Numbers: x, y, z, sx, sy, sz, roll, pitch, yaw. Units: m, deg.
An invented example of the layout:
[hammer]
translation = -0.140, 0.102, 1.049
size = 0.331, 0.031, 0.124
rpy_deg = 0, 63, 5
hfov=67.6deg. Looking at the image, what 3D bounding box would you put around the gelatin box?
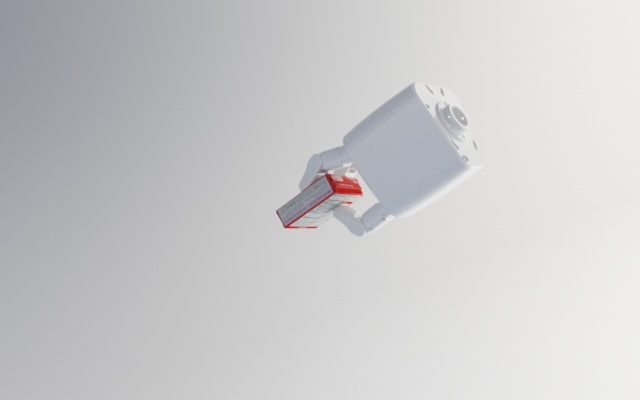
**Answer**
[gelatin box]
translation = 0.000, 0.003, 0.602
size = 0.089, 0.030, 0.073
rpy_deg = -36, -20, 25
